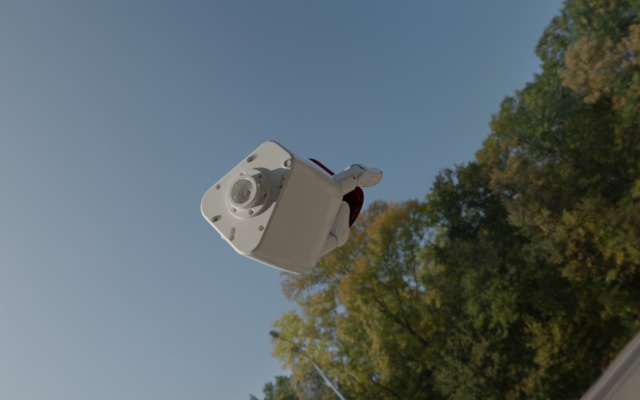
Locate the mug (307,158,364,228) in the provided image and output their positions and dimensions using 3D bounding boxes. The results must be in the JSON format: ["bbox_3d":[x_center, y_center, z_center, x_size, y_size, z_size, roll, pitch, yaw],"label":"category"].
[{"bbox_3d":[0.001,0.002,0.623,0.081,0.093,0.117,40,5,30],"label":"mug"}]
